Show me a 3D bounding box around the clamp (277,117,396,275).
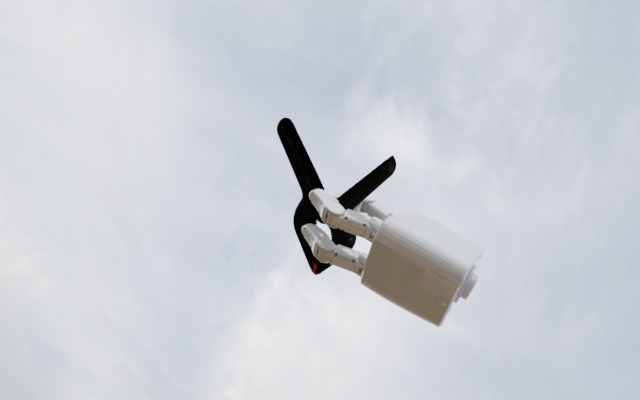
[{"bbox_3d":[0.001,0.002,0.615,0.164,0.210,0.036,31,38,24],"label":"clamp"}]
